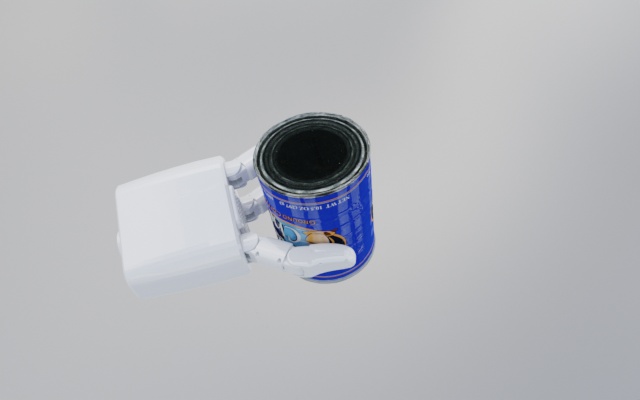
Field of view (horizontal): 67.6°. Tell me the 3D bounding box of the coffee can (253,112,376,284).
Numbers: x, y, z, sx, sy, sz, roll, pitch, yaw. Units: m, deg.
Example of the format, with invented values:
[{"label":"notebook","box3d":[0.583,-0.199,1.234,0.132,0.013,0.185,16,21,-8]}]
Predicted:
[{"label":"coffee can","box3d":[0.000,0.002,0.462,0.103,0.102,0.140,0,-39,8]}]
